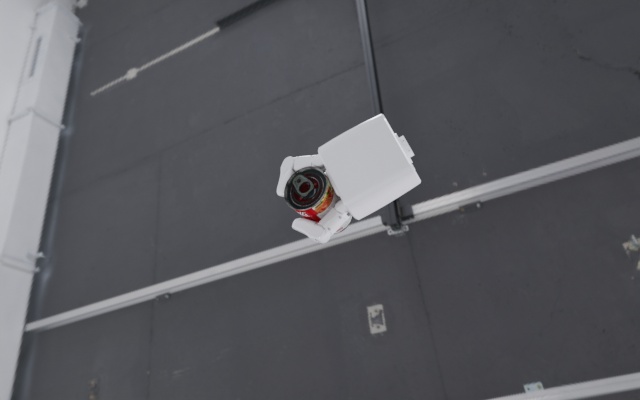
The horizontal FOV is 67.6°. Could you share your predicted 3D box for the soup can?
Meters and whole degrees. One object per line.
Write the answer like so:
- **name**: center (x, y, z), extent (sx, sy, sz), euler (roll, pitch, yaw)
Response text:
- **soup can**: center (0.000, 0.003, 0.706), extent (0.068, 0.068, 0.102), euler (0, -24, 28)
